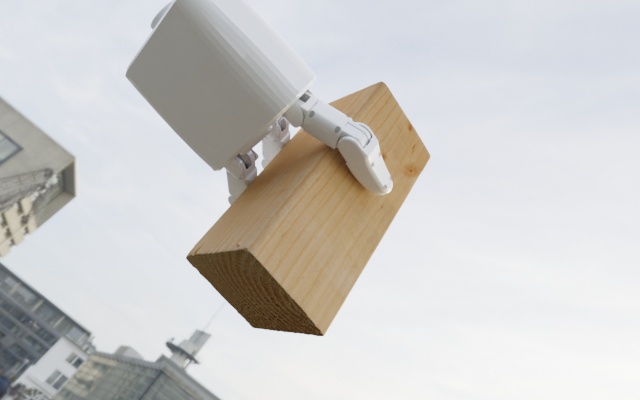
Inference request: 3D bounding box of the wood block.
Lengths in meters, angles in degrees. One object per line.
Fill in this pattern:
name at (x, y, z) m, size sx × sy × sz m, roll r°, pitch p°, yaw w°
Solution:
wood block at (0.000, 0.001, 0.405) m, size 0.091 × 0.090 × 0.206 m, roll -11°, pitch 34°, yaw 48°
